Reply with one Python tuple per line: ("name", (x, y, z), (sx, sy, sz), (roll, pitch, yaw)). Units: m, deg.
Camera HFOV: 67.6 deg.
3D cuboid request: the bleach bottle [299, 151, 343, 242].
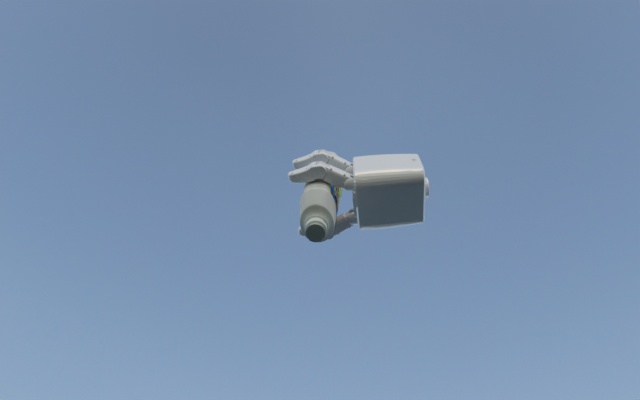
("bleach bottle", (0.000, 0.002, 0.772), (0.068, 0.103, 0.250), (-4, 23, 5))
